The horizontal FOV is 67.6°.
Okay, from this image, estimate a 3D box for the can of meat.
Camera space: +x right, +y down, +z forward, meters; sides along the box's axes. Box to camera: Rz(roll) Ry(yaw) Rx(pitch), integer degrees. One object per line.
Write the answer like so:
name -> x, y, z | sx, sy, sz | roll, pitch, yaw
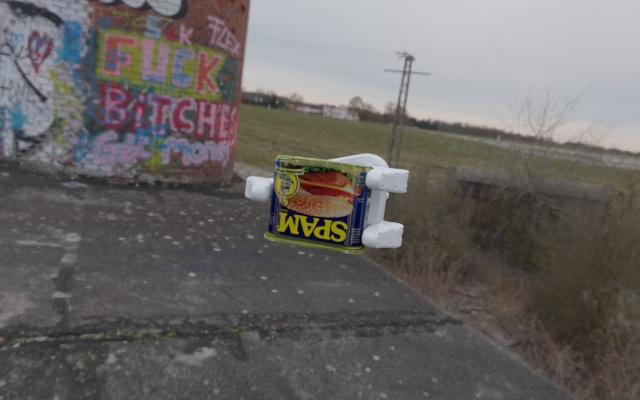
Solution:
can of meat -> 0.000, 0.001, 0.476 | 0.102, 0.084, 0.057 | 8, 7, 14
